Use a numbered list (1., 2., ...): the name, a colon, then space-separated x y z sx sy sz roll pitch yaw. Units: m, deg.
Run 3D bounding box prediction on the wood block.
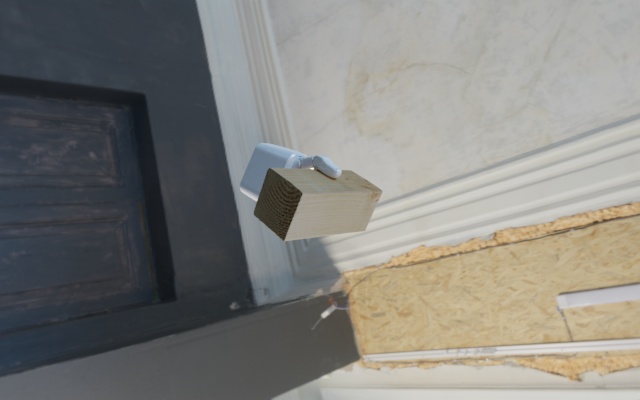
1. wood block: 0.000 0.002 0.830 0.206 0.091 0.090 -3 31 -47
